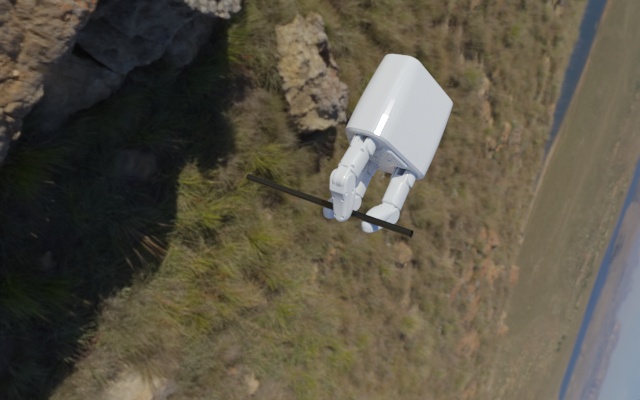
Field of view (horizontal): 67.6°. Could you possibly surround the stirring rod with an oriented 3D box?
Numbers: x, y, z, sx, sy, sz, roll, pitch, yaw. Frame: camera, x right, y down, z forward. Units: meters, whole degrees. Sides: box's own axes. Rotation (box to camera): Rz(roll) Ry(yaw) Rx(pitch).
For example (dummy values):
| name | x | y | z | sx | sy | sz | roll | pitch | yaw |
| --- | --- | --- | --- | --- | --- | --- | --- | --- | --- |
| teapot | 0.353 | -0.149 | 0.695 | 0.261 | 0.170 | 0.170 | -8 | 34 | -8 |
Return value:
| name | x | y | z | sx | sy | sz | roll | pitch | yaw |
| --- | --- | --- | --- | --- | --- | --- | --- | --- | --- |
| stirring rod | 0.000 | 0.002 | 0.564 | 0.239 | 0.011 | 0.011 | 19 | 11 | 33 |
